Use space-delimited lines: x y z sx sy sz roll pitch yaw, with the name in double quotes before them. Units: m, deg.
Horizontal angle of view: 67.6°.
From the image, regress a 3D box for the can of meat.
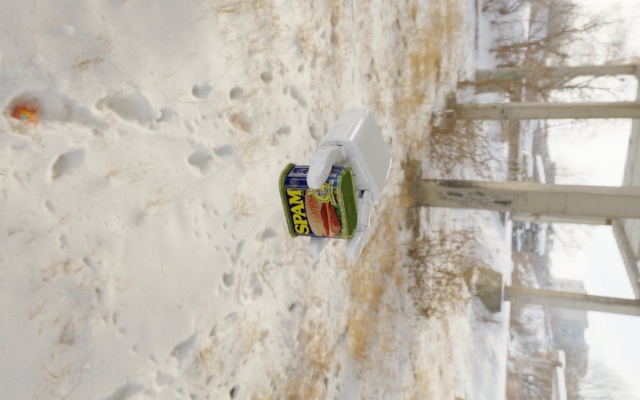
"can of meat" 0.000 0.002 0.628 0.084 0.102 0.057 3 33 21
